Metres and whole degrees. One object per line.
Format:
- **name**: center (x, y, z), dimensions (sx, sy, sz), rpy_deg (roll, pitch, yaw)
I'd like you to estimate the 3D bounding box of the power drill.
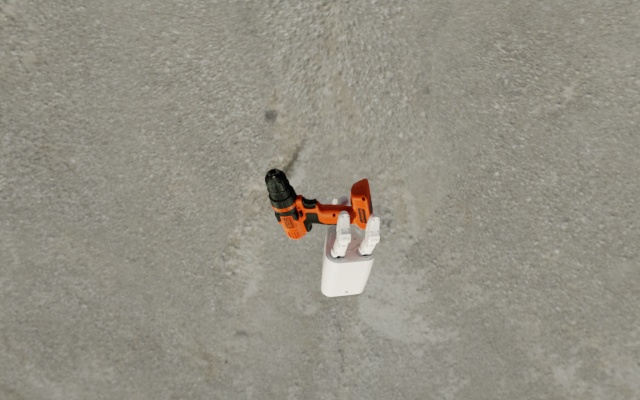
- **power drill**: center (0.001, 0.003, 0.897), dimensions (0.187, 0.057, 0.185), rpy_deg (-3, -39, 13)
